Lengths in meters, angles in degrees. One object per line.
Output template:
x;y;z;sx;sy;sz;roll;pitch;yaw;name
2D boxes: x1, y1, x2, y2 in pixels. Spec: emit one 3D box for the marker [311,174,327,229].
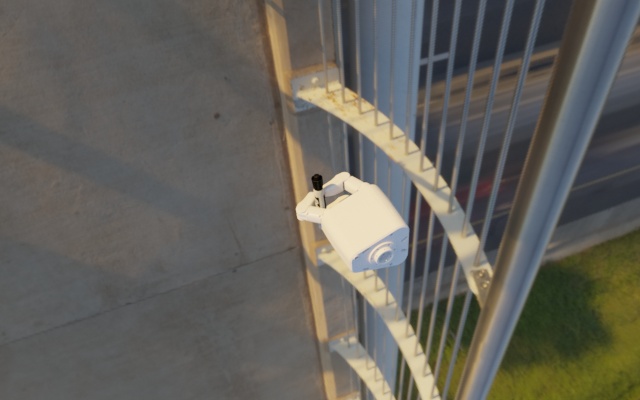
0.000;0.003;0.814;0.020;0.121;0.020;-4;44;4;marker
